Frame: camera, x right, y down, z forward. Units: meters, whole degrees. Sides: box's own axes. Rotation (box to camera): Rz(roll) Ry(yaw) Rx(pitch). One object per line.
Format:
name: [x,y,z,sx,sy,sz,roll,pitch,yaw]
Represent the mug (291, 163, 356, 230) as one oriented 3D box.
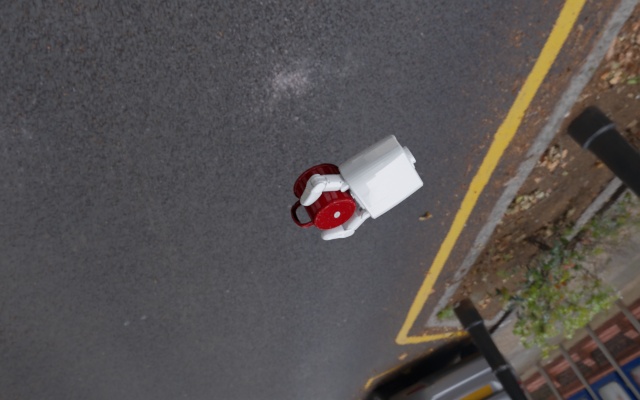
mug: [-0.001,0.004,0.832,0.117,0.081,0.093,-34,-34,7]
